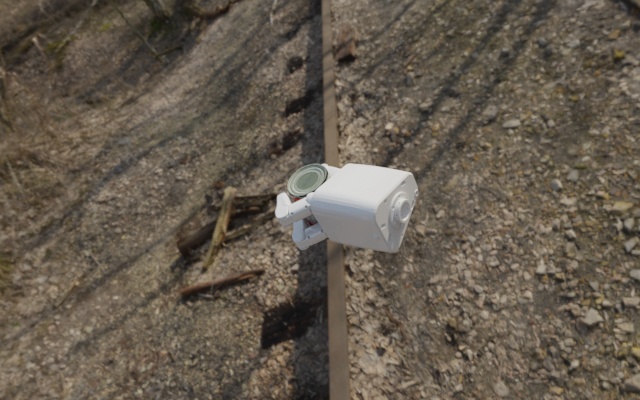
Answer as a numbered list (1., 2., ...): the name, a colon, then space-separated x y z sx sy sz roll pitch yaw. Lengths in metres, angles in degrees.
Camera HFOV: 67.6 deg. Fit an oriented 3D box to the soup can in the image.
1. soup can: 0.000 0.002 0.731 0.068 0.068 0.102 0 -41 33
